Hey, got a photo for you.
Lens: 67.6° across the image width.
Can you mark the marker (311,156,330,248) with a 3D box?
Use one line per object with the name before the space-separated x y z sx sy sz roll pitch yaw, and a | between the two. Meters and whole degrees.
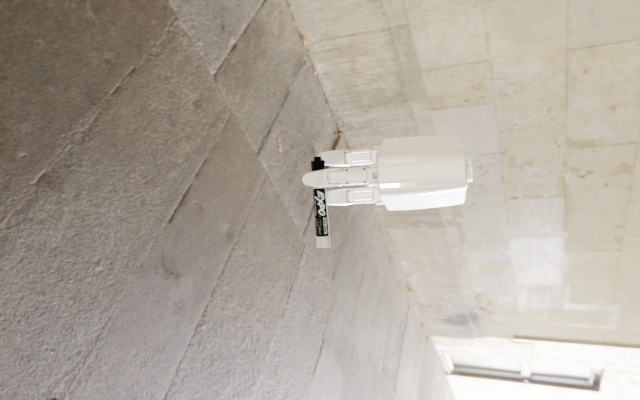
marker | 0.000 0.002 0.636 0.020 0.121 0.020 -4 3 0
